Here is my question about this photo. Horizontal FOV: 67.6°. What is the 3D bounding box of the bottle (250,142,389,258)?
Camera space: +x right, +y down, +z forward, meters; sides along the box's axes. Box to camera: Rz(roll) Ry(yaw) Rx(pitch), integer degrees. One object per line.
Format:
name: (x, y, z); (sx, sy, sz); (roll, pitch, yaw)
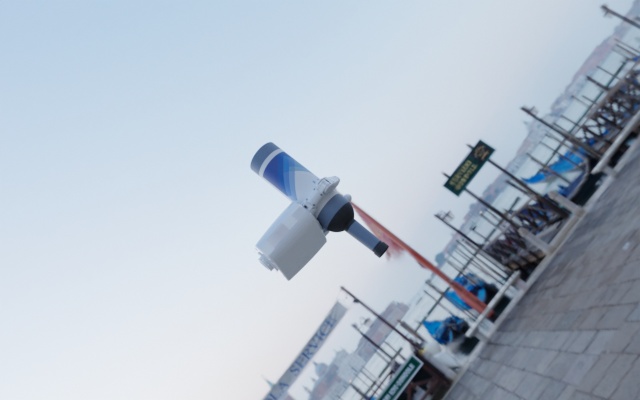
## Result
bottle: (0.000, 0.003, 0.873); (0.295, 0.069, 0.069); (38, 12, 15)
